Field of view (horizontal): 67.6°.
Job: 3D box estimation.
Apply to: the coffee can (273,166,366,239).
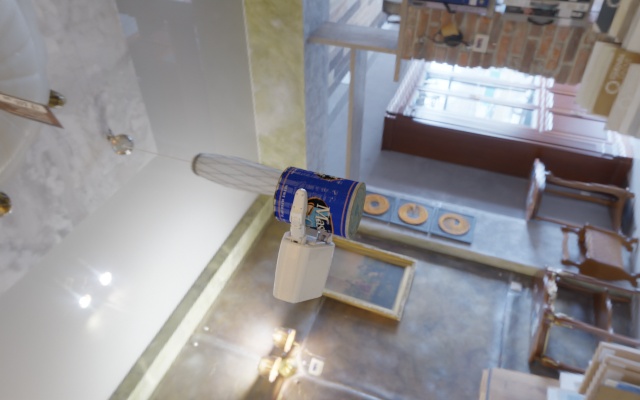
[{"bbox_3d":[0.000,0.003,0.854,0.140,0.103,0.103,13,4,16],"label":"coffee can"}]
